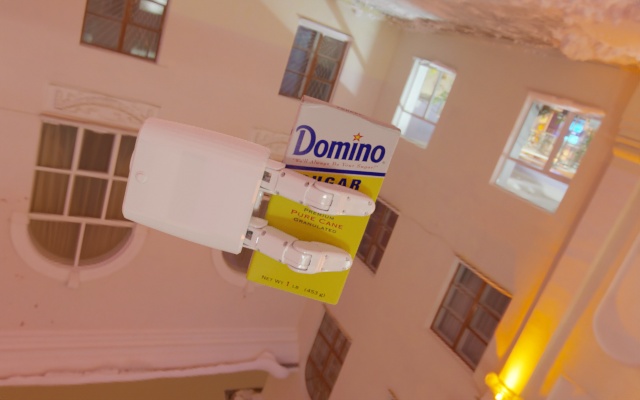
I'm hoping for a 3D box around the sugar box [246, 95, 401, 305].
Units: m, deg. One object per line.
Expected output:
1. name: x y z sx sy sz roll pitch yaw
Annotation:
1. sugar box: 0.000 0.002 0.444 0.093 0.176 0.048 16 16 -7
